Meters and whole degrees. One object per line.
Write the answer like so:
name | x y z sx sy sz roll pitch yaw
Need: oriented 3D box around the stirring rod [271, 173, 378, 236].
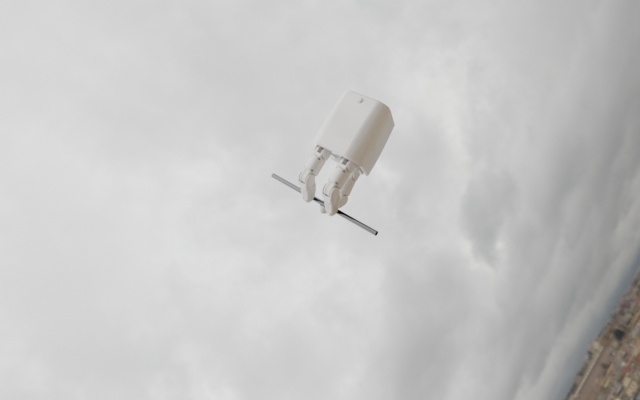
stirring rod | 0.000 0.003 0.811 0.239 0.011 0.011 29 17 33
